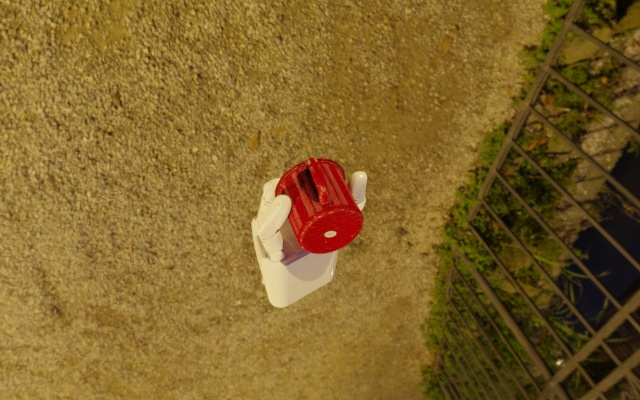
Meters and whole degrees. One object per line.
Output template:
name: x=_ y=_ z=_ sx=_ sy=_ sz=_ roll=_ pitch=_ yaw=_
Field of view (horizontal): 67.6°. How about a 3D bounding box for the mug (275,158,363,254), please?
mug: x=0.000 y=0.001 z=0.564 sx=0.093 sy=0.081 sz=0.117 roll=-16 pitch=-40 yaw=-11
